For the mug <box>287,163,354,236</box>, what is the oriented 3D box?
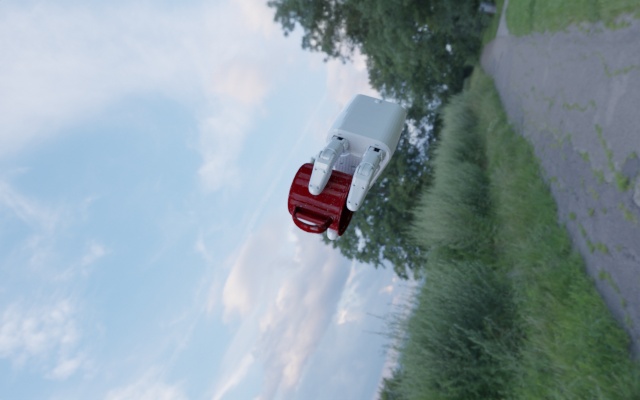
[{"bbox_3d":[-0.001,0.003,0.672,0.081,0.093,0.117,18,47,14],"label":"mug"}]
